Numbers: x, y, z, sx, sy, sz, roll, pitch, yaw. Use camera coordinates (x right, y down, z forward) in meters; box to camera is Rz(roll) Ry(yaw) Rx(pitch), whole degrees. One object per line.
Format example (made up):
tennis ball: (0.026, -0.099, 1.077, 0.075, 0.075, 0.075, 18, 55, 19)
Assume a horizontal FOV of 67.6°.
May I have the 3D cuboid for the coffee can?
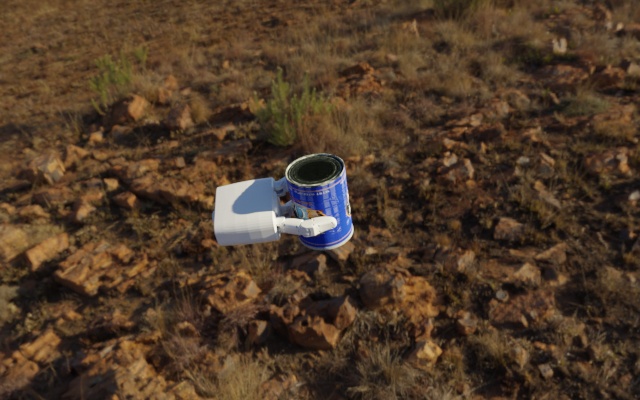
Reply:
coffee can: (0.000, 0.003, 0.846, 0.103, 0.140, 0.102, -7, 36, 5)
